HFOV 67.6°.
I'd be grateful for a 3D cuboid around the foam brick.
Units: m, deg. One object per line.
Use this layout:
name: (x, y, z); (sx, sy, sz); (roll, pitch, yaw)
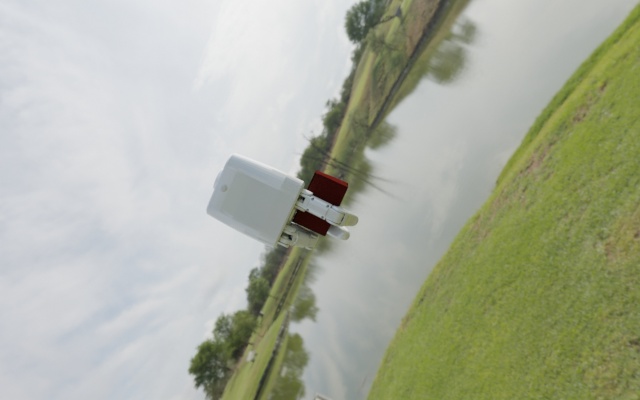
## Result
foam brick: (0.000, 0.002, 0.672); (0.051, 0.078, 0.053); (25, 7, -1)
